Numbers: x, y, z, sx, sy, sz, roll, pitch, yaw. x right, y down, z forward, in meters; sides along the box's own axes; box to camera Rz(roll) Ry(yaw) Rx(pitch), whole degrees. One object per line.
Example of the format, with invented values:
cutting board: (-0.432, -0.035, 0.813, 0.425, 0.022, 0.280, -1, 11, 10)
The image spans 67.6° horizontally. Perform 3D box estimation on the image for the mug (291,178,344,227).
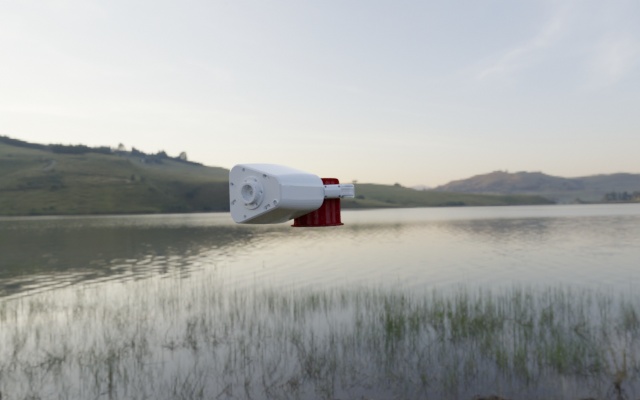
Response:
mug: (0.001, 0.002, 0.836, 0.093, 0.081, 0.117, -2, 0, 34)
